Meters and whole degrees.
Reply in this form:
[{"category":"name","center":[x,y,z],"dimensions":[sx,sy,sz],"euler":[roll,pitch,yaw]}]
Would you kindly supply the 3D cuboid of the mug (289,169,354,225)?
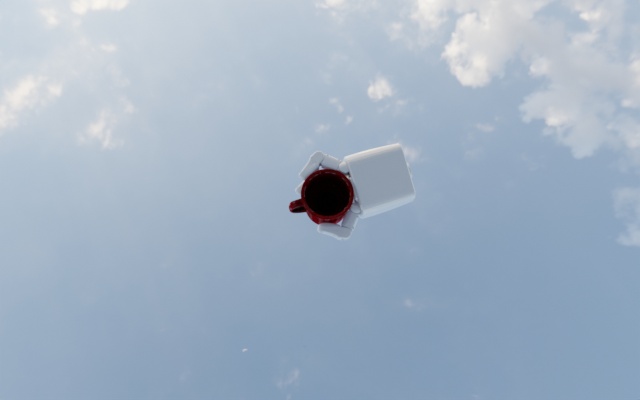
[{"category":"mug","center":[-0.001,0.003,0.868],"dimensions":[0.117,0.093,0.081],"euler":[-16,-16,-5]}]
